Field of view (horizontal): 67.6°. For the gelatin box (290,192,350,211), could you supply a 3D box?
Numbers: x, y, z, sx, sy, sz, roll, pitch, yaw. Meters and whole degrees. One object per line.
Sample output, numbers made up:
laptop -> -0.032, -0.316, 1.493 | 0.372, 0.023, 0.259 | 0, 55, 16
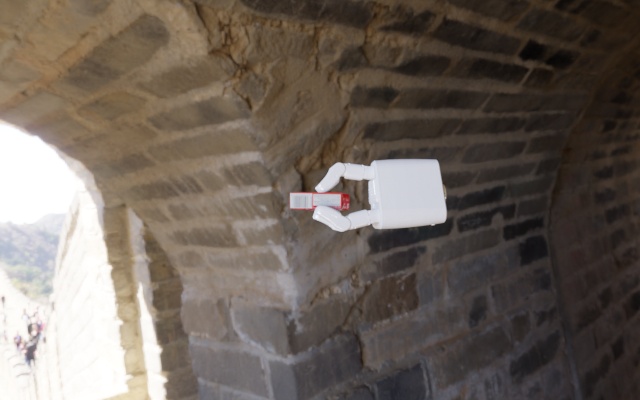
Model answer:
gelatin box -> 0.000, 0.002, 0.793 | 0.089, 0.030, 0.073 | 1, -1, 11
